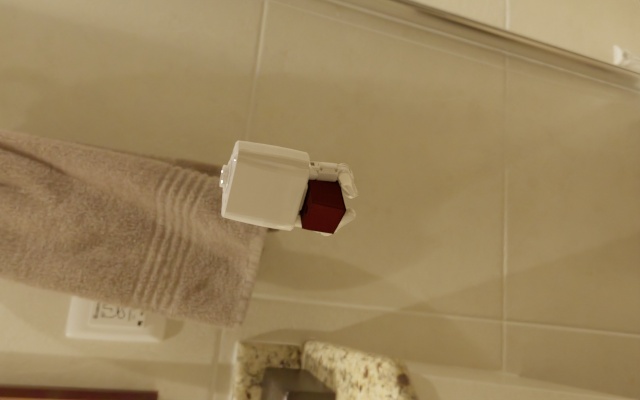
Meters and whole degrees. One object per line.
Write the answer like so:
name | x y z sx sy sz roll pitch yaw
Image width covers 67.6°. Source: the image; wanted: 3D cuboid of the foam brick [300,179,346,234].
foam brick | 0.000 0.002 0.701 0.051 0.053 0.078 11 38 -18
